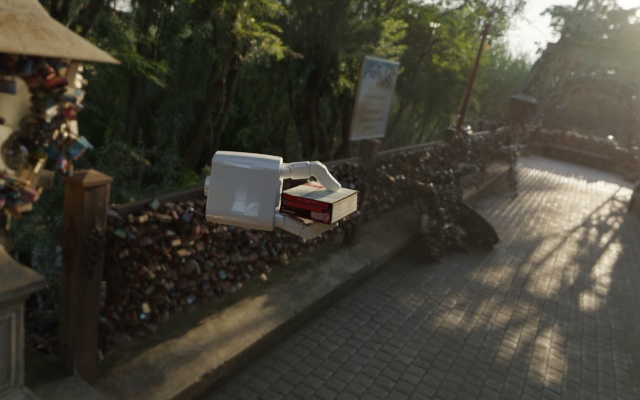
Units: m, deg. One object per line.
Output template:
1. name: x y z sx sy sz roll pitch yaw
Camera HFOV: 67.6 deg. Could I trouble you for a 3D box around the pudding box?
1. pudding box: 0.000 0.002 0.762 0.090 0.039 0.113 14 18 23
